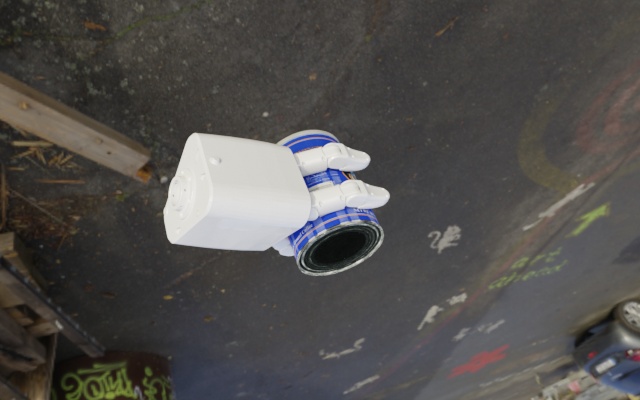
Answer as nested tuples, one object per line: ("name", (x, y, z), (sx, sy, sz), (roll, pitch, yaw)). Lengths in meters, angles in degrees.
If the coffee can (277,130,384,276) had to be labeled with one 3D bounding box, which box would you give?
("coffee can", (0.000, 0.002, 0.562), (0.103, 0.140, 0.103), (-16, -34, -11))
